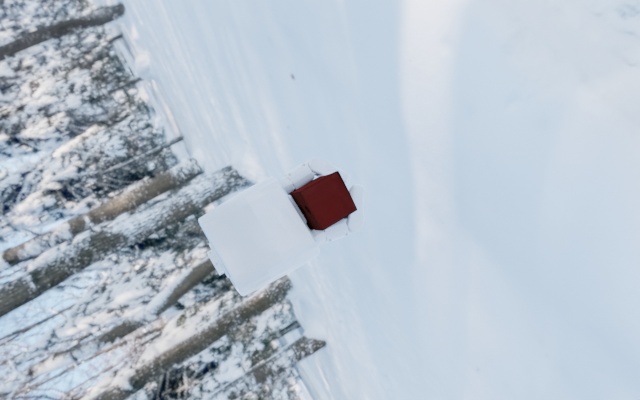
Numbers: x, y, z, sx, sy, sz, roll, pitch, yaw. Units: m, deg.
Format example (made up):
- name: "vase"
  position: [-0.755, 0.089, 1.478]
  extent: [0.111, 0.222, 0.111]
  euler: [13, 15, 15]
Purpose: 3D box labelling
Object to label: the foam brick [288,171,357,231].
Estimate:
- name: "foam brick"
  position: [0.000, 0.002, 0.576]
  extent: [0.051, 0.053, 0.078]
  euler: [-30, 5, -16]
